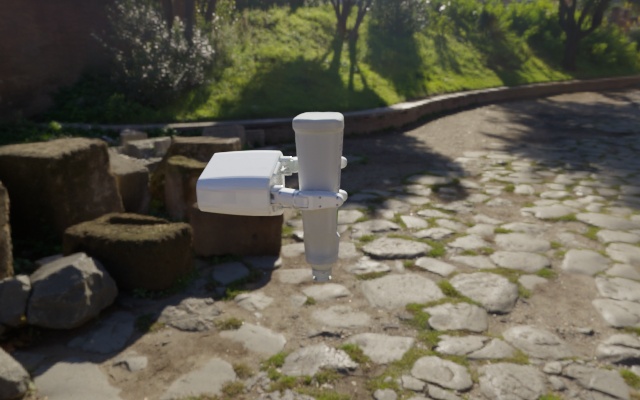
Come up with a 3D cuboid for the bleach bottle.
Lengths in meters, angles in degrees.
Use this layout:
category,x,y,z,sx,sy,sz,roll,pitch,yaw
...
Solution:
category,x,y,z,sx,sy,sz,roll,pitch,yaw
bleach bottle,0.000,0.002,0.696,0.068,0.251,0.102,1,16,7
